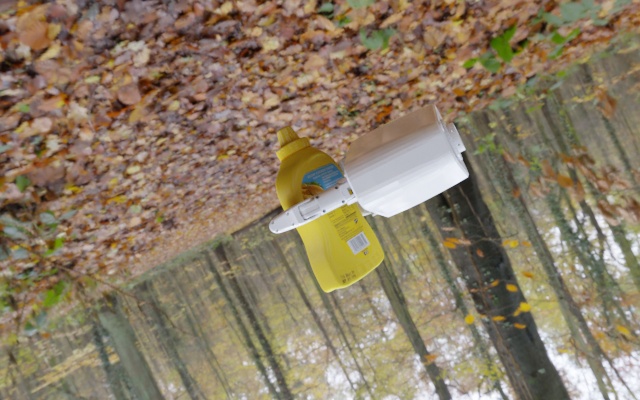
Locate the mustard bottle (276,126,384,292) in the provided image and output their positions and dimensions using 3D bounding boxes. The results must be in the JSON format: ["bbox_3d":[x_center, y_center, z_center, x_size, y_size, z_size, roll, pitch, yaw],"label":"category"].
[{"bbox_3d":[0.000,0.002,0.556,0.058,0.191,0.096,-26,0,44],"label":"mustard bottle"}]
